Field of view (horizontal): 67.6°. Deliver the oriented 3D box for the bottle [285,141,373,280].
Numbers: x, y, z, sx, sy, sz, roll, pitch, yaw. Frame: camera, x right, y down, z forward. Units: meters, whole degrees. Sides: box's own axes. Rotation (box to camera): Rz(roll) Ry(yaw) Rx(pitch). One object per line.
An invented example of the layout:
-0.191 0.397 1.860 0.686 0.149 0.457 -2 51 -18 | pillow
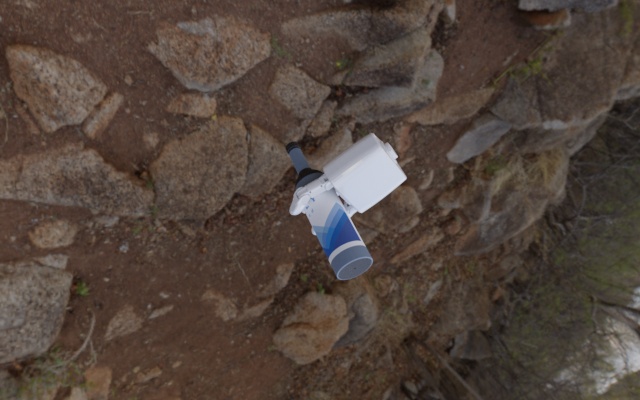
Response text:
0.000 0.003 0.869 0.069 0.295 0.069 -19 -33 -13 | bottle
